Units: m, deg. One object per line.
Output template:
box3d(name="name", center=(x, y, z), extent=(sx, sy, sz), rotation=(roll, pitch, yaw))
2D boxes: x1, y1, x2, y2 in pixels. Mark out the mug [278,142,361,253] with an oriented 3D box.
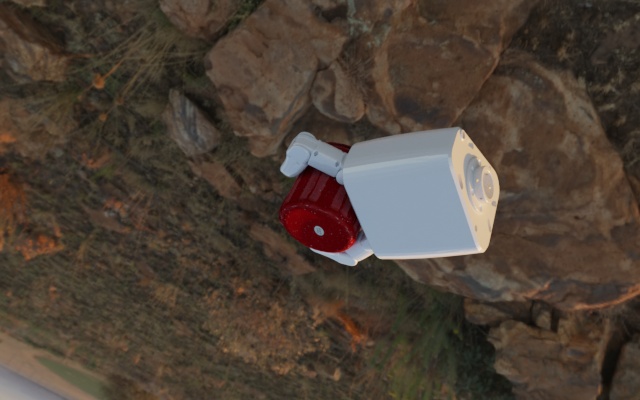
box3d(name="mug", center=(-0.001, 0.002, 0.507), extent=(0.117, 0.081, 0.093), rotation=(-9, -47, 39))
